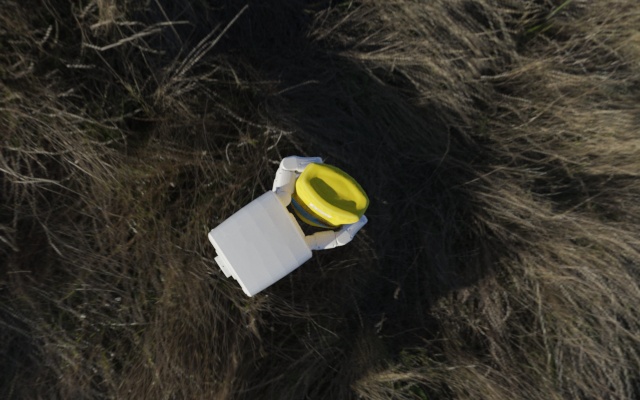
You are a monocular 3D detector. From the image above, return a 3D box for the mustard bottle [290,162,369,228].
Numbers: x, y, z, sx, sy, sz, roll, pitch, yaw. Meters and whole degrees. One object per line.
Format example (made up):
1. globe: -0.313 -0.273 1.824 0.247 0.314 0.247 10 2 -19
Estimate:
1. mustard bottle: 0.000 0.002 0.699 0.096 0.058 0.191 32 -14 -6
